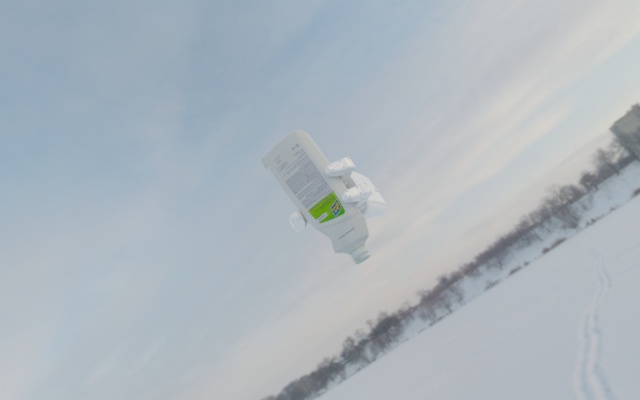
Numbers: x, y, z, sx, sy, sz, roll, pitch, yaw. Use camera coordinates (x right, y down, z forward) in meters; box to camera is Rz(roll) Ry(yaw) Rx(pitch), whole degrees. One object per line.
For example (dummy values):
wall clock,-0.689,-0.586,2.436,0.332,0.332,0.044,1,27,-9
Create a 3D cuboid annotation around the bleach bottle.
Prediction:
bleach bottle,0.000,0.003,0.826,0.102,0.250,0.068,-39,-19,19
